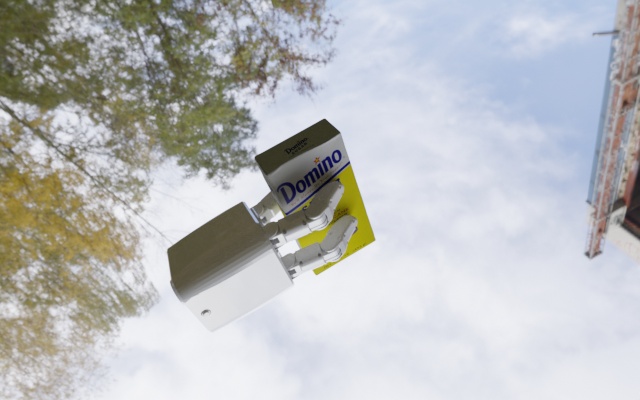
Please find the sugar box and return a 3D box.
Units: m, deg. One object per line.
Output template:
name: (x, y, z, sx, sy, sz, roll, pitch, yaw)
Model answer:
sugar box: (0.000, 0.002, 0.559, 0.093, 0.176, 0.048, -31, 44, -8)
